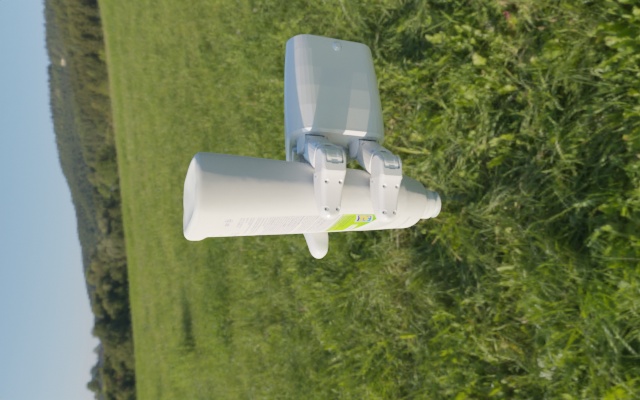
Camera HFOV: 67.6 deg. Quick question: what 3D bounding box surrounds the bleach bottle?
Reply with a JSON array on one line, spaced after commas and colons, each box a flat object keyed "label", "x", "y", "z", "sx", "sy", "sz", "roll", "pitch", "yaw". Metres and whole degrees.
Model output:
[{"label": "bleach bottle", "x": 0.000, "y": 0.002, "z": 0.468, "sx": 0.251, "sy": 0.068, "sz": 0.102, "roll": 2, "pitch": -17, "yaw": -22}]
